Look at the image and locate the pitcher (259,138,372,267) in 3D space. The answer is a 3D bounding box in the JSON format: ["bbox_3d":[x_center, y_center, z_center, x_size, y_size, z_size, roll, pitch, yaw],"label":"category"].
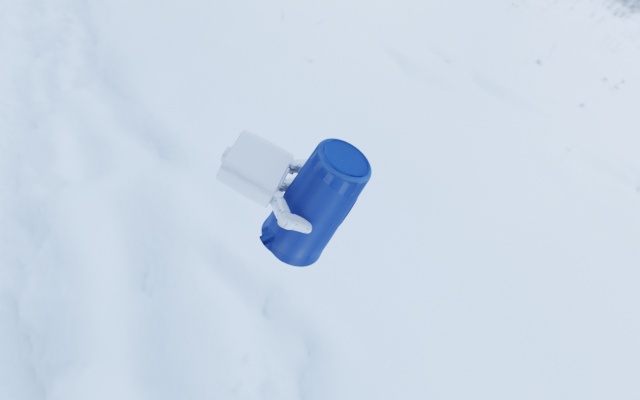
[{"bbox_3d":[0.000,0.003,0.895,0.145,0.243,0.149,29,39,-7],"label":"pitcher"}]
